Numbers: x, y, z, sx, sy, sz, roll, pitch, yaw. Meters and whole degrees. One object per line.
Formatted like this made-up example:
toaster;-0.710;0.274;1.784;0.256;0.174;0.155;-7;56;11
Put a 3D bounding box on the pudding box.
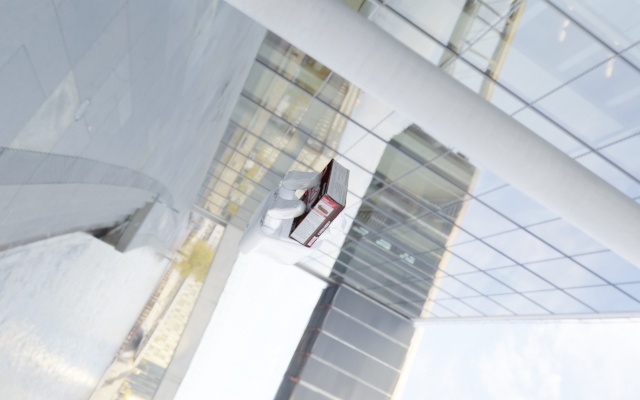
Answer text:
pudding box;0.000;0.002;0.681;0.039;0.090;0.113;32;28;-14
